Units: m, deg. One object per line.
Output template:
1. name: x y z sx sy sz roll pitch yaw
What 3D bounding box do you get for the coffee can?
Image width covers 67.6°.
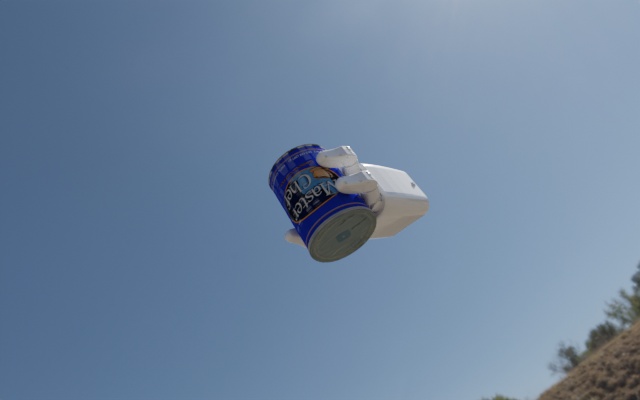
1. coffee can: 0.000 0.002 0.679 0.103 0.103 0.140 0 42 -38
